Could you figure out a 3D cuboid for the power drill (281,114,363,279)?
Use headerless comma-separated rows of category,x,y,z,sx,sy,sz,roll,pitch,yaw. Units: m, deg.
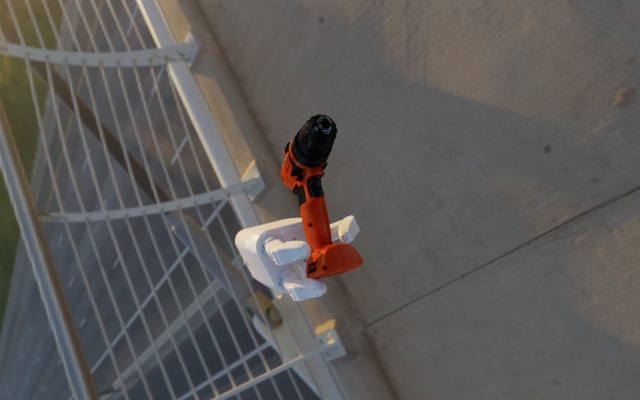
power drill,0.000,0.003,0.615,0.057,0.187,0.184,-9,-14,-15
